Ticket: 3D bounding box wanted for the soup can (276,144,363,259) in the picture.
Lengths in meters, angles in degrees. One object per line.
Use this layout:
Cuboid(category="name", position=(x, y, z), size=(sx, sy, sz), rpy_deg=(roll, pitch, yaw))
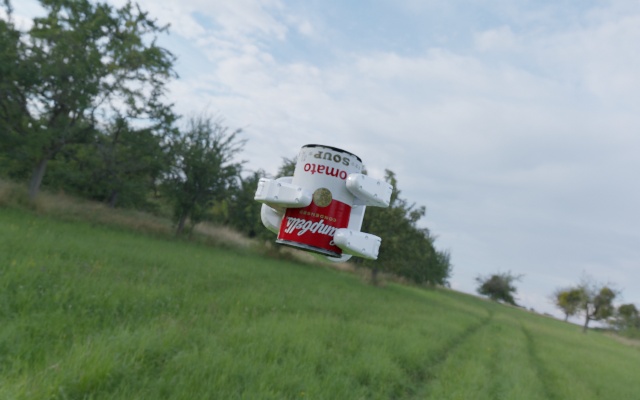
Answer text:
Cuboid(category="soup can", position=(0.000, 0.001, 0.484), size=(0.068, 0.102, 0.068), rpy_deg=(14, -9, 2))
